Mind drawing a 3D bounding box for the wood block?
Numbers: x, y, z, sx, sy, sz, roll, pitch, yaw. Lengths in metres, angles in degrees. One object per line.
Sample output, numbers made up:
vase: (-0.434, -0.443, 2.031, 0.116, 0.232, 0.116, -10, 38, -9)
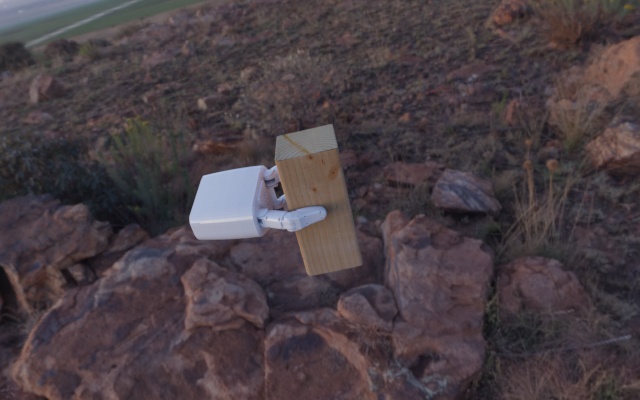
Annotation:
wood block: (0.000, 0.003, 0.733, 0.090, 0.206, 0.090, -12, 30, 4)
